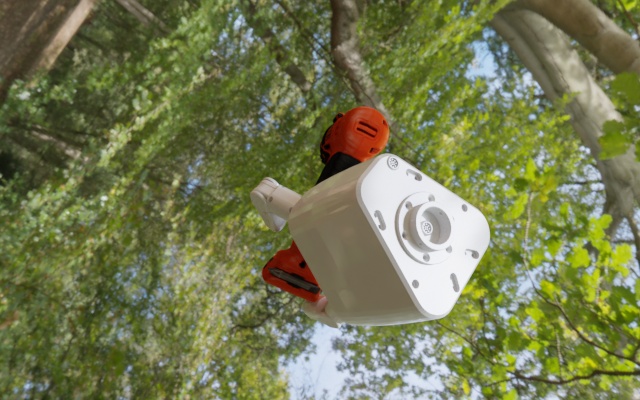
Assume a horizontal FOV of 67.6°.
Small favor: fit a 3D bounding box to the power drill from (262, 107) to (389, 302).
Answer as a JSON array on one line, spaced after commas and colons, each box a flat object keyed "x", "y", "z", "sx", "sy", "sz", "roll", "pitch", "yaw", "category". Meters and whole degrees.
[{"x": 0.000, "y": 0.002, "z": 0.496, "sx": 0.057, "sy": 0.187, "sz": 0.184, "roll": 23, "pitch": -5, "yaw": -5, "category": "power drill"}]
